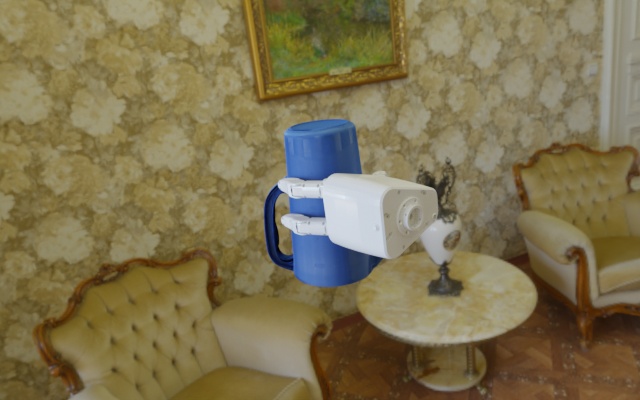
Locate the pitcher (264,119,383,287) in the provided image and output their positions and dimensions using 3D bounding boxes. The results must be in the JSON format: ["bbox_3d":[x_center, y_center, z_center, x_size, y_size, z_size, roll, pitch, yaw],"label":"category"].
[{"bbox_3d":[0.000,0.002,0.746,0.149,0.243,0.145,-18,21,-33],"label":"pitcher"}]
